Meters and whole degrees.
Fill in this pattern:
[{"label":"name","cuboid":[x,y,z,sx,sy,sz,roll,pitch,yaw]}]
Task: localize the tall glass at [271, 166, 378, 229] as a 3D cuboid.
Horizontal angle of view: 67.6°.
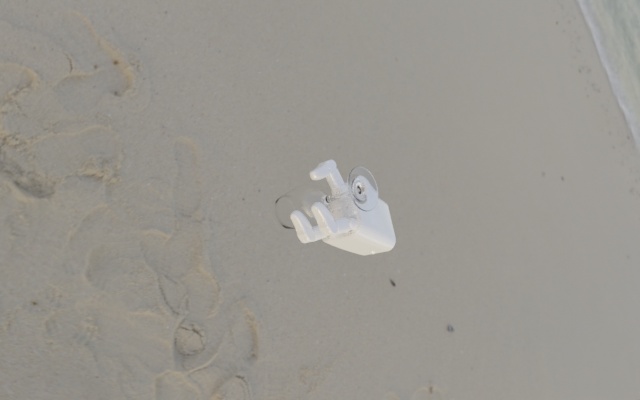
[{"label":"tall glass","cuboid":[0.001,0.002,0.834,0.201,0.079,0.079,-17,-12,43]}]
